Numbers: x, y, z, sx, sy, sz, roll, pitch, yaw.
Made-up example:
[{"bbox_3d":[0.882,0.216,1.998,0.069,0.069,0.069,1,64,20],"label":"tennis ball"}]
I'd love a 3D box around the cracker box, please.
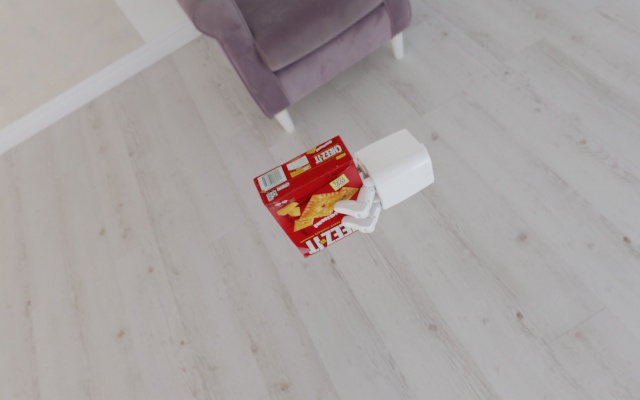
[{"bbox_3d":[0.000,0.003,0.858,0.164,0.072,0.214,-27,-35,1],"label":"cracker box"}]
